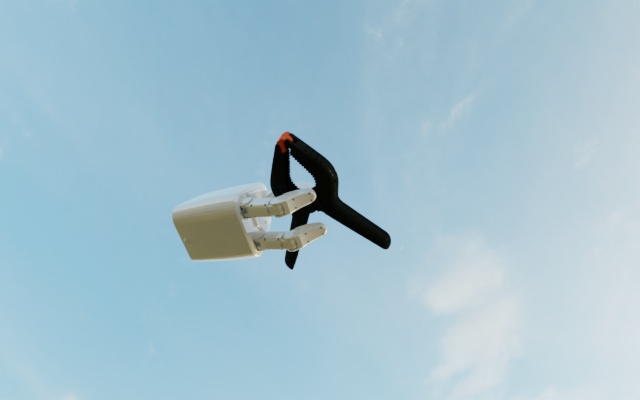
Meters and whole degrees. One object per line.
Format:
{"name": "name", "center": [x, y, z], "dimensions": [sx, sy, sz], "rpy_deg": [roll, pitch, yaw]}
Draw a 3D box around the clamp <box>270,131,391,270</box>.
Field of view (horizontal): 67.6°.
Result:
{"name": "clamp", "center": [0.000, 0.001, 0.657], "dimensions": [0.164, 0.210, 0.036], "rpy_deg": [-9, 28, 16]}
